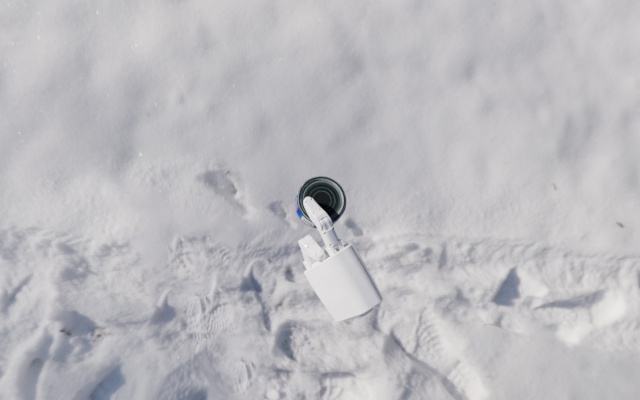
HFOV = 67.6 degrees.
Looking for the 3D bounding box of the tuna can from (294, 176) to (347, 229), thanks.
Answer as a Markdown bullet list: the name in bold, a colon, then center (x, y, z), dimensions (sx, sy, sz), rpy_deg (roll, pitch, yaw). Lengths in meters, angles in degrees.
- **tuna can**: center (0.000, 0.002, 0.807), dimensions (0.086, 0.086, 0.034), rpy_deg (0, -15, -10)
